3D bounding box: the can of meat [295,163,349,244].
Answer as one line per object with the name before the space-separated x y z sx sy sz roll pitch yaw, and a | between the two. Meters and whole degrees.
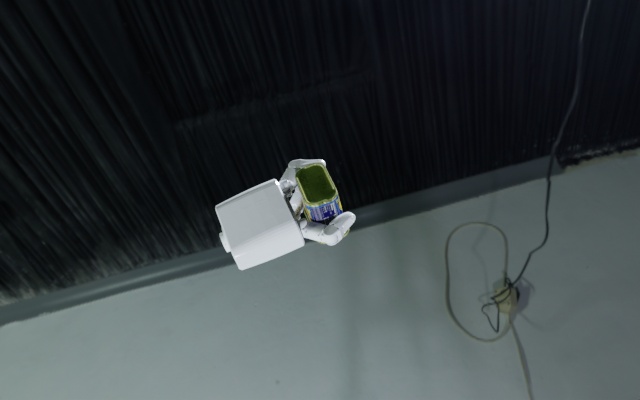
can of meat | 0.000 0.002 0.754 0.057 0.084 0.102 -21 42 -4
